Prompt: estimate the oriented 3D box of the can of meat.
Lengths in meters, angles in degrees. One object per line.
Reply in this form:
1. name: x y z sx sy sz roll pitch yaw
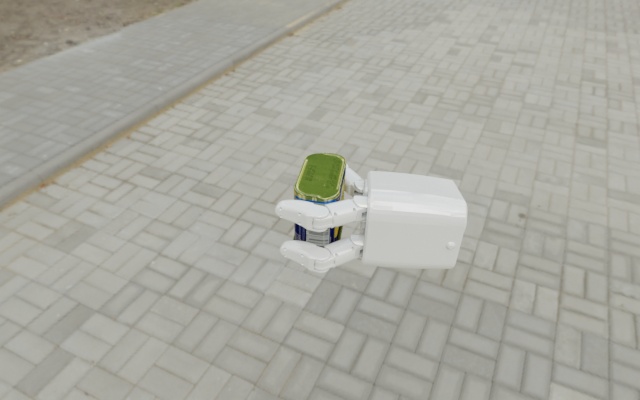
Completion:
1. can of meat: 0.000 0.002 0.574 0.057 0.084 0.102 6 36 6
